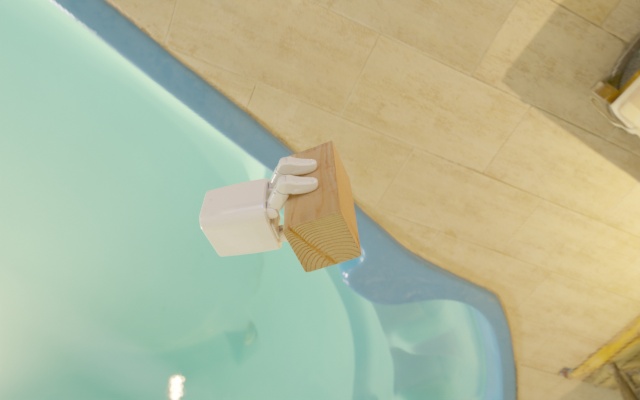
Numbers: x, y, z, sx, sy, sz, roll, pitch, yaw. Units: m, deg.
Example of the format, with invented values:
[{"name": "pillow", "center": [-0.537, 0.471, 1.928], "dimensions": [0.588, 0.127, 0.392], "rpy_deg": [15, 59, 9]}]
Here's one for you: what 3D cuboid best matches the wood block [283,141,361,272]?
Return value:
[{"name": "wood block", "center": [0.000, 0.003, 0.760], "dimensions": [0.090, 0.091, 0.206], "rpy_deg": [-19, 34, 11]}]
